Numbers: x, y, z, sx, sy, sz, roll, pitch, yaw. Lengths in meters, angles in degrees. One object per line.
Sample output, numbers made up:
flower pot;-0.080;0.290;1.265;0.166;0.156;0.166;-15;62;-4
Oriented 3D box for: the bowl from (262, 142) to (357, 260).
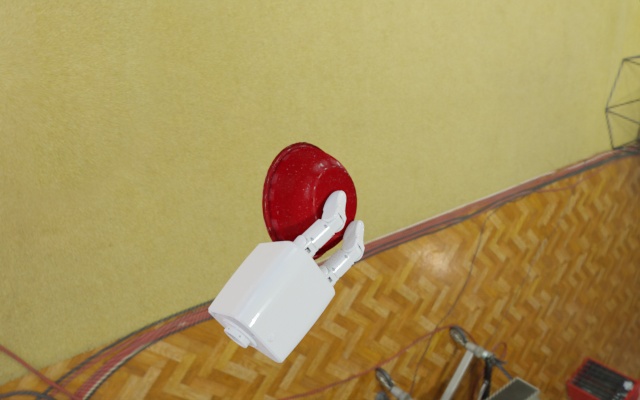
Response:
bowl;0.001;0.001;0.625;0.055;0.162;0.162;-1;-1;40
